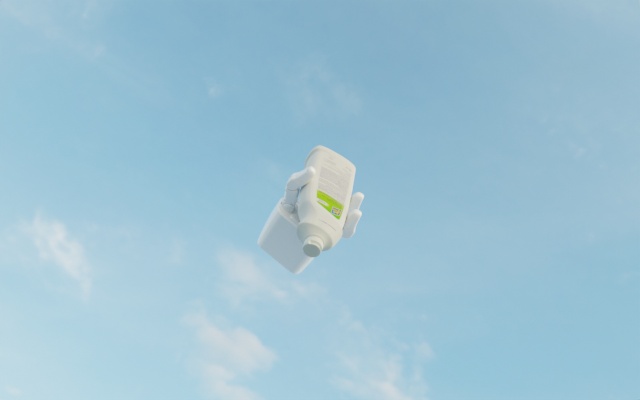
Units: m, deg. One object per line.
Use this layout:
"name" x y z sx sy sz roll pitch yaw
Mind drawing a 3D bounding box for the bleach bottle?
"bleach bottle" 0.000 0.003 0.846 0.102 0.068 0.250 28 36 -9
